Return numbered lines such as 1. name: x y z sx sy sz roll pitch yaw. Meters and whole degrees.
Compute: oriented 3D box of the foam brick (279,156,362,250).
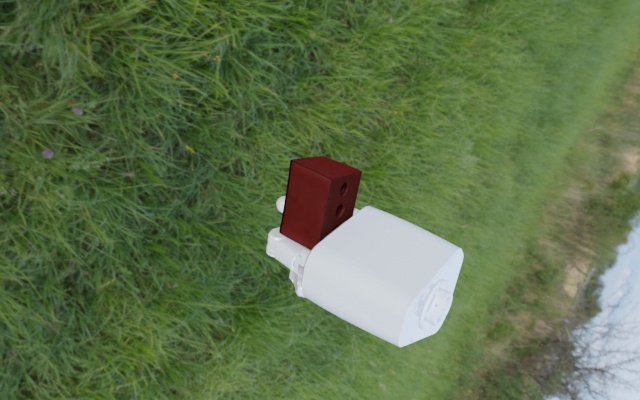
1. foam brick: 0.000 0.001 0.466 0.051 0.078 0.053 24 25 33
